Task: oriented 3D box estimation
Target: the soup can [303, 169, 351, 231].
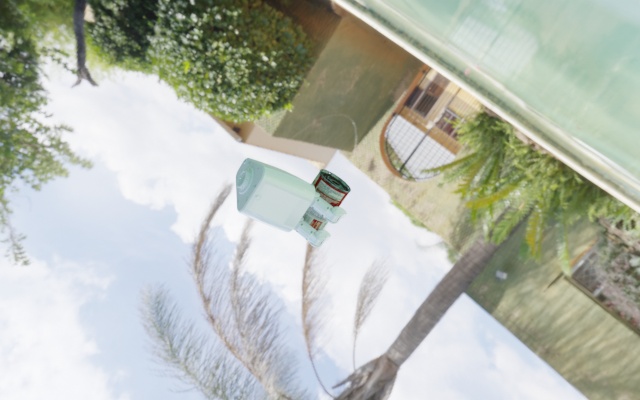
[{"bbox_3d":[0.000,0.003,0.880,0.068,0.102,0.068,31,18,-11],"label":"soup can"}]
